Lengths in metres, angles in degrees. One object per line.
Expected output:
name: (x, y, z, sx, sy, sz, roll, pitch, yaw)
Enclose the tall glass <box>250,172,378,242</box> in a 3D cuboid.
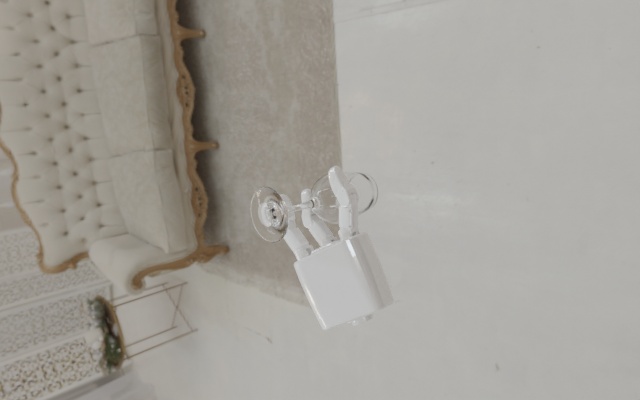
tall glass: (0.000, 0.002, 0.692, 0.079, 0.079, 0.201, 0, 10, 44)
